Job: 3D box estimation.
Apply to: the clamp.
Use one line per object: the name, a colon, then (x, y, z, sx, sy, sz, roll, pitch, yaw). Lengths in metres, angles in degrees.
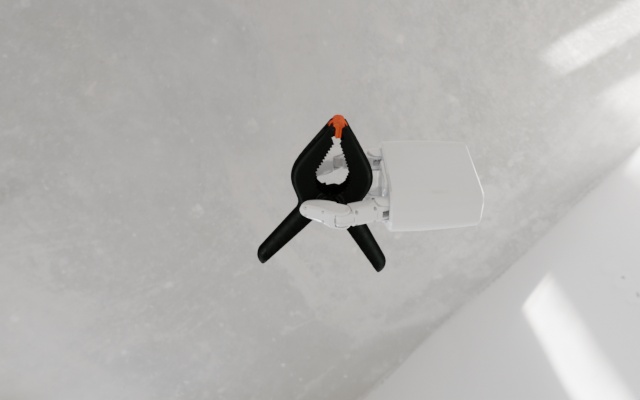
clamp: (0.000, 0.002, 0.569, 0.164, 0.210, 0.036, -2, 31, -1)
